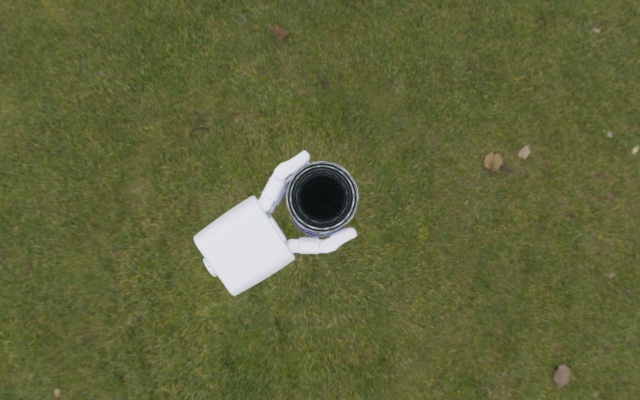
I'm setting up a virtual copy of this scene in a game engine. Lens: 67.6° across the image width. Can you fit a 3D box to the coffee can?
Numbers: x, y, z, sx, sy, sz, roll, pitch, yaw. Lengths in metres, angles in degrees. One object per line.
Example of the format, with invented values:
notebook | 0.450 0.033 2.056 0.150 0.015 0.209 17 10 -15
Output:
coffee can | 0.000 0.002 0.734 0.103 0.103 0.140 0 -6 -2
